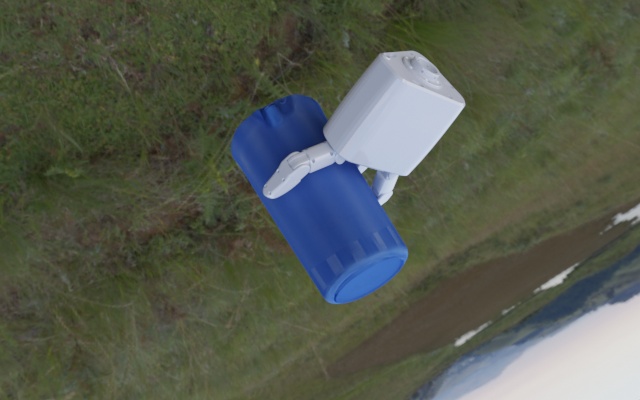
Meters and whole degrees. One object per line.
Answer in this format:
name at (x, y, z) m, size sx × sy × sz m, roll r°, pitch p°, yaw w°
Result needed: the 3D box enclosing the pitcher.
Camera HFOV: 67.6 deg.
pitcher at (0.000, 0.002, 0.589) m, size 0.149 × 0.242 × 0.145 m, roll -2°, pitch -39°, yaw -44°
